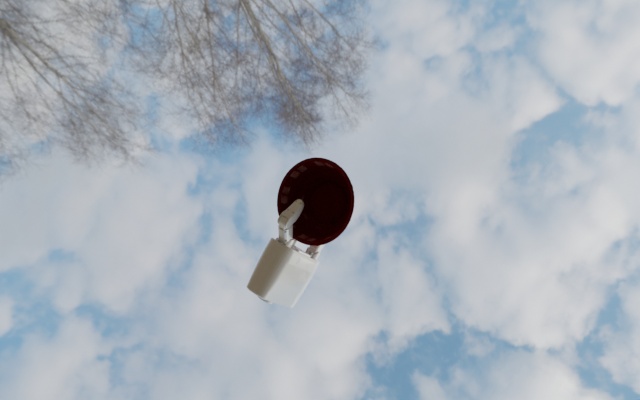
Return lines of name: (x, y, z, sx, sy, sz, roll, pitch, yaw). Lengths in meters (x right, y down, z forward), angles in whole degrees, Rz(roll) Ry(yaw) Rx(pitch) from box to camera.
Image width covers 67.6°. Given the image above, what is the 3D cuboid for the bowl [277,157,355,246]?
bowl: (0.001, 0.002, 0.889, 0.162, 0.162, 0.055, 0, -3, 29)
